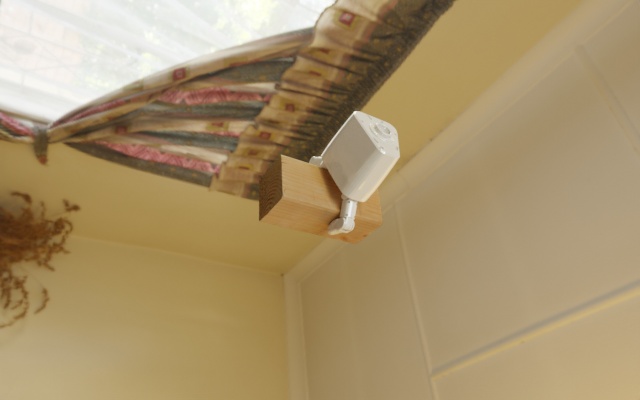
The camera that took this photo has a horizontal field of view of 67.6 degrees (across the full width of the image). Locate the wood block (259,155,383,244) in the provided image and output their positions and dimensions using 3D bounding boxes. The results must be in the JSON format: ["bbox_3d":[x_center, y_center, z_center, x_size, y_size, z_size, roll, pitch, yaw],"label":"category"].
[{"bbox_3d":[0.000,0.003,0.863,0.206,0.090,0.090,16,-37,-28],"label":"wood block"}]
